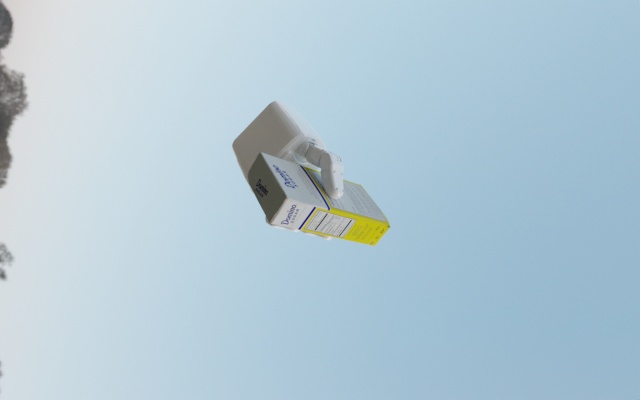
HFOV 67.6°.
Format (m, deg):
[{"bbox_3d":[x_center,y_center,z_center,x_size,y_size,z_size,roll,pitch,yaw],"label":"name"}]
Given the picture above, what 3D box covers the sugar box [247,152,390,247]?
[{"bbox_3d":[0.000,0.002,0.602,0.176,0.048,0.093,13,31,-38],"label":"sugar box"}]
